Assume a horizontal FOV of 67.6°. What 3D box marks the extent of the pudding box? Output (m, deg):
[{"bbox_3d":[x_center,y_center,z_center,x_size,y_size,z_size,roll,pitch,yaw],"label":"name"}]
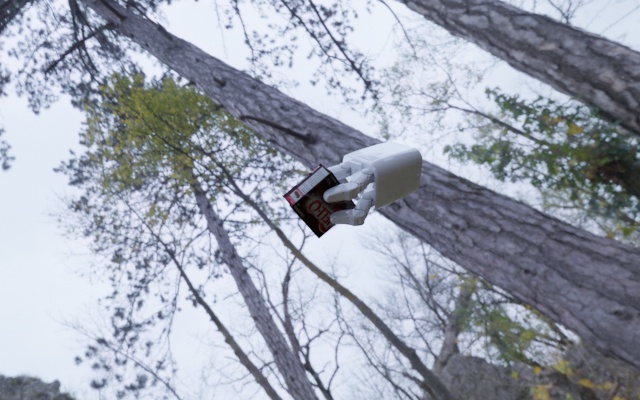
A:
[{"bbox_3d":[0.000,0.003,0.822,0.039,0.090,0.114,46,-3,45],"label":"pudding box"}]
